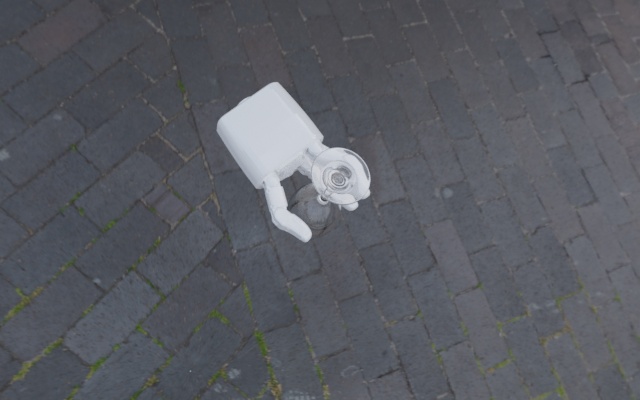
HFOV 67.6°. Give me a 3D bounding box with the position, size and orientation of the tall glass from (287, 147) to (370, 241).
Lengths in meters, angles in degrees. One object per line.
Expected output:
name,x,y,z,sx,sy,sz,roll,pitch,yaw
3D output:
tall glass,0.000,0.002,0.660,0.079,0.079,0.201,0,-19,-15
